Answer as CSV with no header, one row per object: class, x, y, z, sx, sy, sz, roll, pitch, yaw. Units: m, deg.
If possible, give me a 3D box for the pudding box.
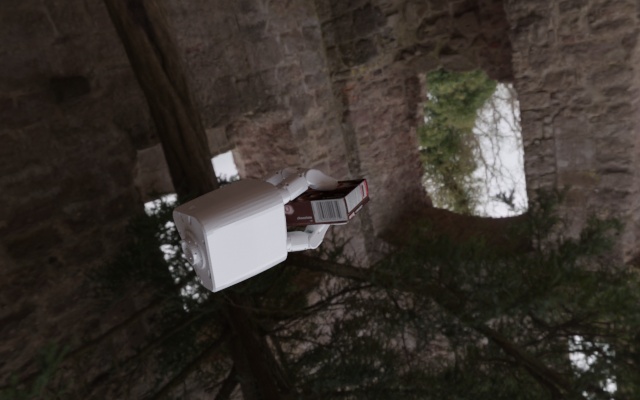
pudding box,0.000,0.002,0.657,0.113,0.039,0.090,-2,18,26
